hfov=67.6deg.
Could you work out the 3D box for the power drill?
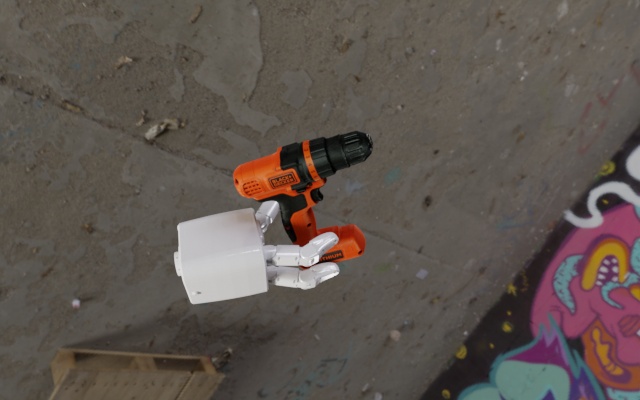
[{"bbox_3d":[0.000,0.003,0.648,0.184,0.188,0.057,-15,35,13],"label":"power drill"}]
